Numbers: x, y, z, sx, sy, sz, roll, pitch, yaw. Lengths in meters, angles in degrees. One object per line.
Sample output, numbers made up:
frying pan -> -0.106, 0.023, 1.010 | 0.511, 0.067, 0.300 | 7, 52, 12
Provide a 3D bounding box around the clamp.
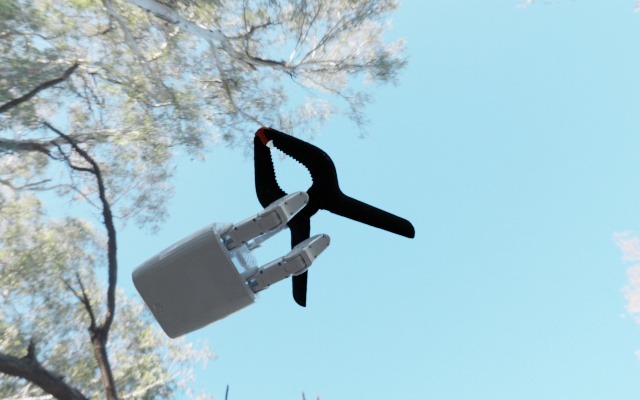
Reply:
clamp -> 0.000, 0.001, 0.543 | 0.164, 0.210, 0.036 | -27, 12, 4
